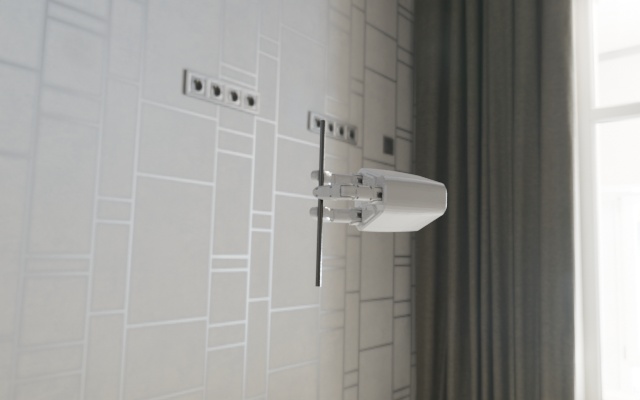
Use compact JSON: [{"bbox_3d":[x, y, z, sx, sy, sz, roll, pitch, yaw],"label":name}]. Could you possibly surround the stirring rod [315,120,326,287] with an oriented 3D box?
[{"bbox_3d":[0.000,0.002,0.689,0.011,0.239,0.011,2,-6,0],"label":"stirring rod"}]
